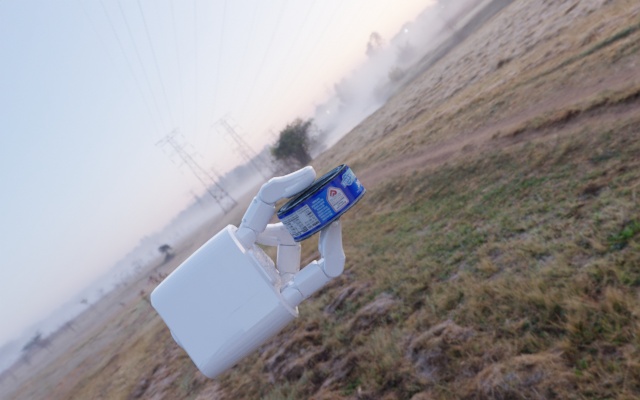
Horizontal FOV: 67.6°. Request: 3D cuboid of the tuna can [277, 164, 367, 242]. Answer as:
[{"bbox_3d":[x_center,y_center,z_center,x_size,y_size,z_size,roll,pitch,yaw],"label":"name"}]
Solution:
[{"bbox_3d":[0.000,0.001,0.463,0.086,0.034,0.086,-35,7,5],"label":"tuna can"}]
